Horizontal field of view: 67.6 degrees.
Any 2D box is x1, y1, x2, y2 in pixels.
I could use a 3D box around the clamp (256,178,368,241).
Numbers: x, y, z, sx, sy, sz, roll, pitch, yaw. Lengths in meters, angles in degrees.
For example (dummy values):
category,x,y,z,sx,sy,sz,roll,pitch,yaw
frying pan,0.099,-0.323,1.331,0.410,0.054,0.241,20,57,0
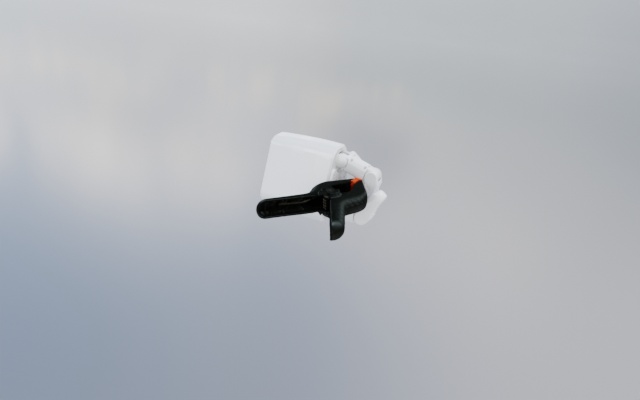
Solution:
category,x,y,z,sx,sy,sz,roll,pitch,yaw
clamp,0.000,0.001,0.626,0.120,0.039,0.171,18,22,19
